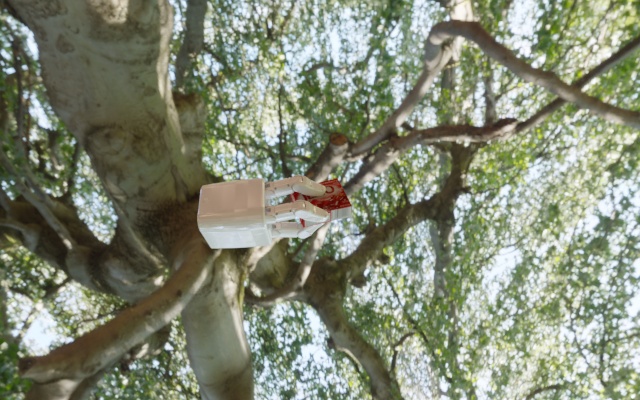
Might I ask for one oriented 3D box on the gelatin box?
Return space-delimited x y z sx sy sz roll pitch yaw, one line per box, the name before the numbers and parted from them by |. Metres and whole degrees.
gelatin box | 0.000 0.003 0.814 0.089 0.030 0.073 -12 46 -13
